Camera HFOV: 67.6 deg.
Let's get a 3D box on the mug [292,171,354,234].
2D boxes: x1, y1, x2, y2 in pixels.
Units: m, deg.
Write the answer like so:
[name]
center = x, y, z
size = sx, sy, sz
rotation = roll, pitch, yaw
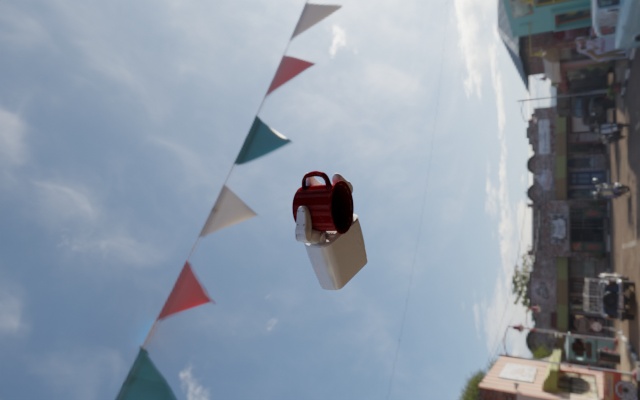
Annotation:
[mug]
center = 0.000, 0.002, 0.840
size = 0.081, 0.117, 0.093
rotation = -2, 30, 29
